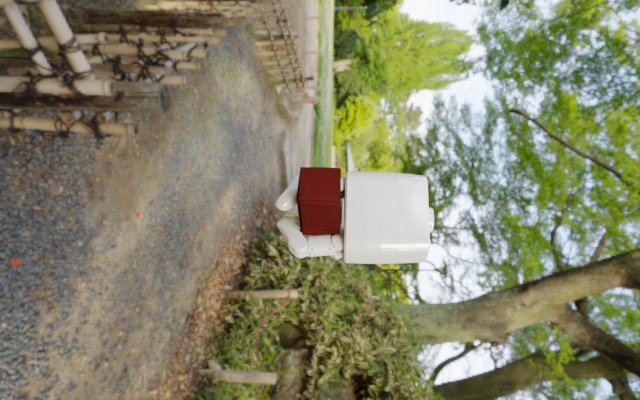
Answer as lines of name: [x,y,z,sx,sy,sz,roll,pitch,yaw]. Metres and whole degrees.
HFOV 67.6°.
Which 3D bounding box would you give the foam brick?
foam brick: [0.000,0.002,0.593,0.051,0.053,0.078,2,-35,4]
